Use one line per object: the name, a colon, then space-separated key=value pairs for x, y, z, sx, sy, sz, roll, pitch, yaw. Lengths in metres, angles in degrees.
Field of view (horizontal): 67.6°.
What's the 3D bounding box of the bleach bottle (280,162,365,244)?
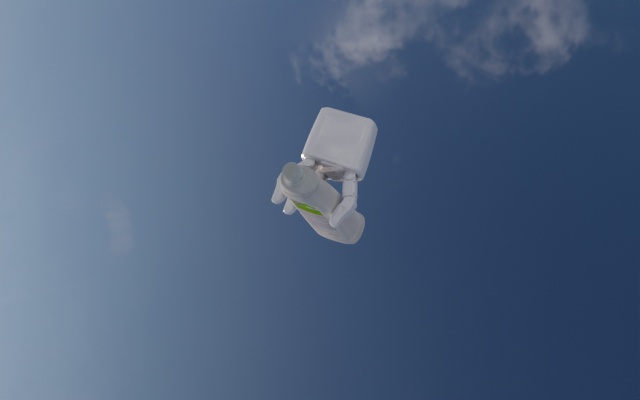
bleach bottle: x=0.000 y=0.003 z=0.853 sx=0.102 sy=0.068 sz=0.251 roll=13 pitch=-18 yaw=24
